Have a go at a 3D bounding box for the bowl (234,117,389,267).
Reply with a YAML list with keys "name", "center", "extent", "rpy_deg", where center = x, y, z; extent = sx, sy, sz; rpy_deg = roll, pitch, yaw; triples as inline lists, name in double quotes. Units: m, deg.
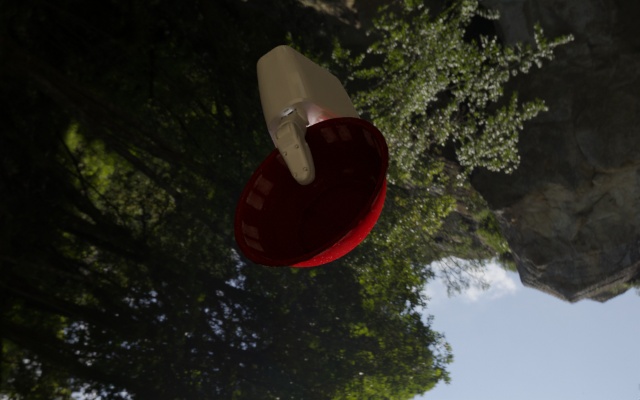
- name: "bowl"
  center: [0.000, 0.003, 0.437]
  extent: [0.162, 0.162, 0.055]
  rpy_deg: [0, -35, 40]
